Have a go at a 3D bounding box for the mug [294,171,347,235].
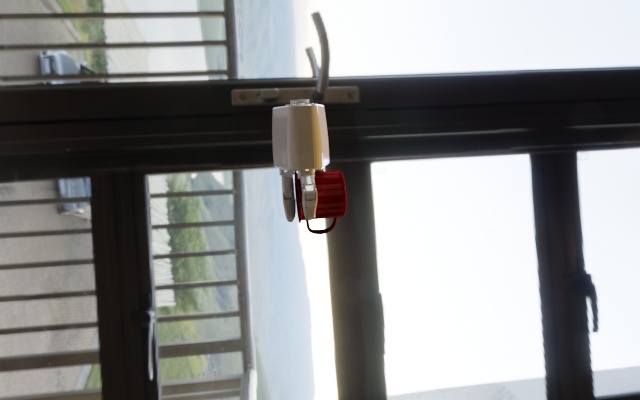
[{"bbox_3d":[0.000,0.004,0.834,0.081,0.117,0.093,-5,11,-6],"label":"mug"}]
